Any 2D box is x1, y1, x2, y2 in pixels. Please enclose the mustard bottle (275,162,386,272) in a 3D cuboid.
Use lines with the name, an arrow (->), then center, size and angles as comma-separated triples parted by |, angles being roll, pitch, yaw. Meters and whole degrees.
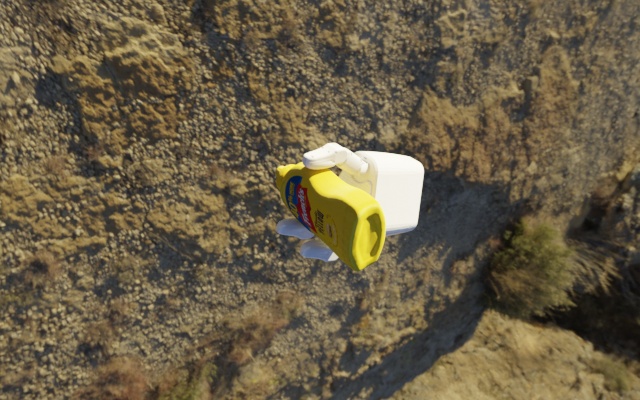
mustard bottle -> 0.000, 0.002, 0.611 | 0.058, 0.096, 0.191 | -25, 42, -27
